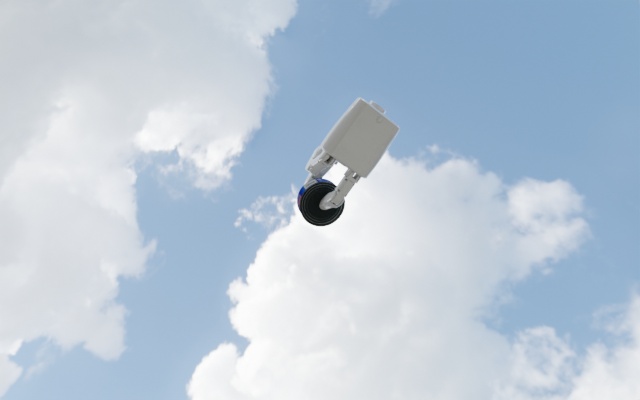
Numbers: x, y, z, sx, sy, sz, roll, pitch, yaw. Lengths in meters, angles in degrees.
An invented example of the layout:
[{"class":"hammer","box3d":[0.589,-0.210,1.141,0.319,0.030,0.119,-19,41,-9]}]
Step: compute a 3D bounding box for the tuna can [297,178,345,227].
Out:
[{"class":"tuna can","box3d":[0.000,0.003,0.881,0.086,0.086,0.033,0,17,-14]}]
